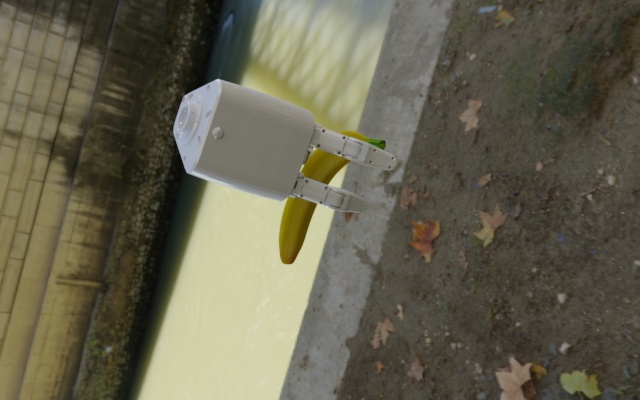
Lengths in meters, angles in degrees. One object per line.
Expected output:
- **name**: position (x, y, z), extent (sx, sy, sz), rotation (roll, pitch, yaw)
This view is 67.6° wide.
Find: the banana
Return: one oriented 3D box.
- **banana**: position (-0.005, -0.012, 0.568), extent (0.037, 0.198, 0.069), rotation (17, 30, -37)
